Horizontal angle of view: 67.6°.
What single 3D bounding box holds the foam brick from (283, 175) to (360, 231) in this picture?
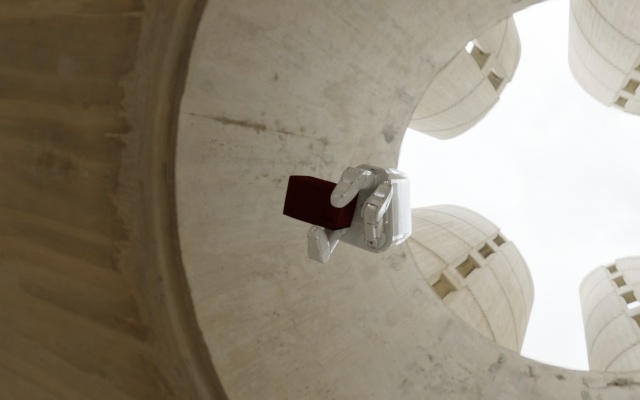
[{"bbox_3d":[0.000,0.002,0.610,0.078,0.053,0.051,18,11,25],"label":"foam brick"}]
